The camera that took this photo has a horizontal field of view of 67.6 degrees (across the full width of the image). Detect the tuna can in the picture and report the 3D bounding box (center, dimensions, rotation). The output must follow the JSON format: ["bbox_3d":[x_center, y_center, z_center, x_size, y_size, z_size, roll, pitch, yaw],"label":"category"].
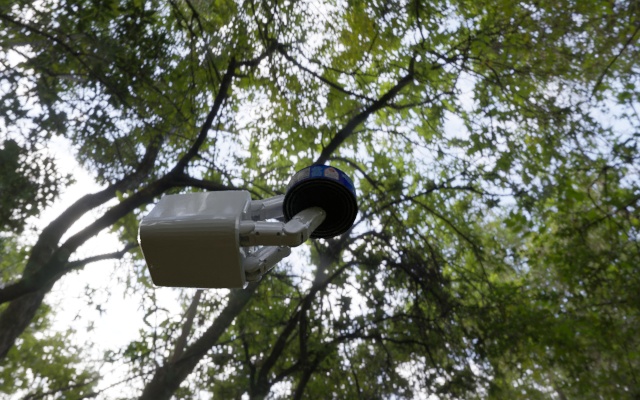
[{"bbox_3d":[0.000,0.001,0.553,0.086,0.086,0.033,0,35,3],"label":"tuna can"}]
